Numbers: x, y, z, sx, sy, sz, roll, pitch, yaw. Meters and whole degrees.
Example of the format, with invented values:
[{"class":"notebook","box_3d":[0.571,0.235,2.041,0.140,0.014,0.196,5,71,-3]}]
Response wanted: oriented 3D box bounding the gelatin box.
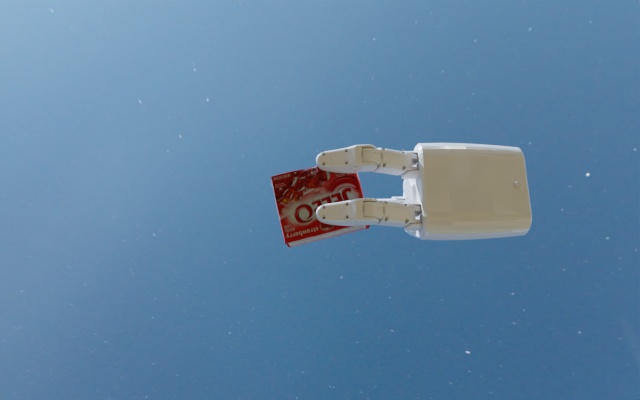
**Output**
[{"class":"gelatin box","box_3d":[0.000,0.002,0.491,0.089,0.073,0.030,-14,-16,1]}]
